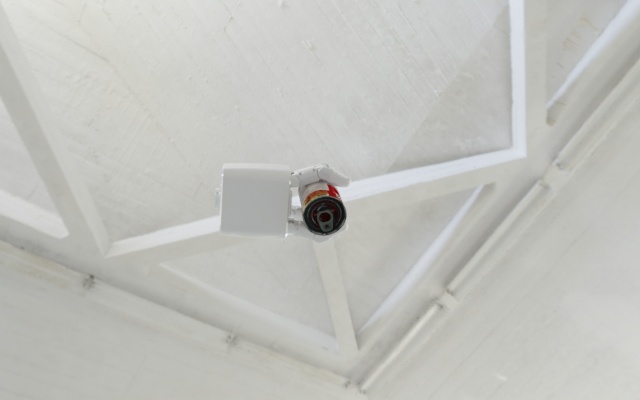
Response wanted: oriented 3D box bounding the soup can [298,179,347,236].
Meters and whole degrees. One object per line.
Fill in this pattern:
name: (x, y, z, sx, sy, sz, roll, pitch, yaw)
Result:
soup can: (0.001, 0.002, 0.767, 0.068, 0.068, 0.102, 0, 26, -8)
